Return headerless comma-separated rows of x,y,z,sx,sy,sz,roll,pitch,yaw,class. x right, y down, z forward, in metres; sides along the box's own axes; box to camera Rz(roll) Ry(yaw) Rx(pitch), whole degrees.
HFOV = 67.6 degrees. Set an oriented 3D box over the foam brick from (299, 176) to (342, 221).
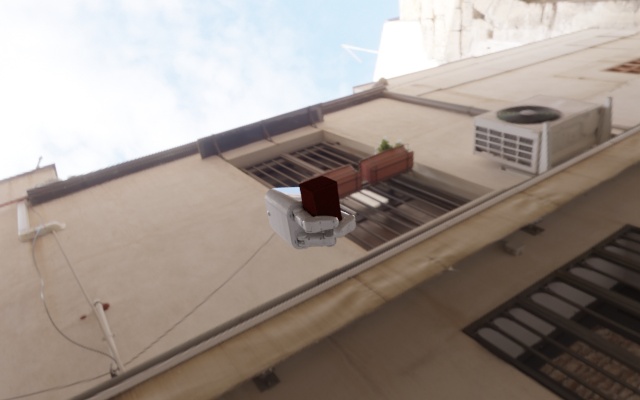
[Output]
0.000,0.003,0.854,0.053,0.078,0.051,-21,28,-25,foam brick
